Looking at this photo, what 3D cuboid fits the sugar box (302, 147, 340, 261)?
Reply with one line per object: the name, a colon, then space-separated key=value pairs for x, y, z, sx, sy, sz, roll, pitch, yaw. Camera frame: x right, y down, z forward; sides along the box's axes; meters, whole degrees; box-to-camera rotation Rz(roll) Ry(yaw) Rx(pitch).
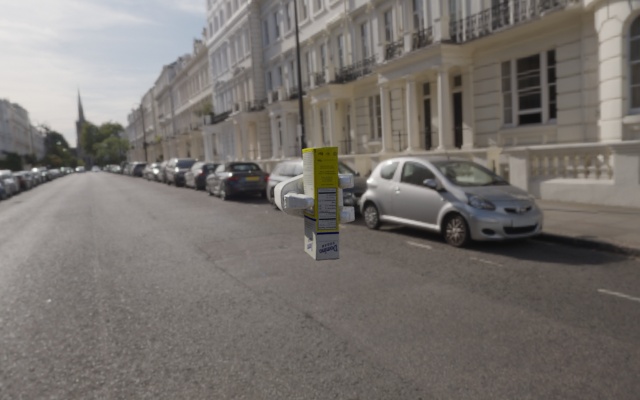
sugar box: x=0.001 y=0.002 z=0.776 sx=0.048 sy=0.176 sz=0.093 roll=-4 pitch=5 yaw=-13
